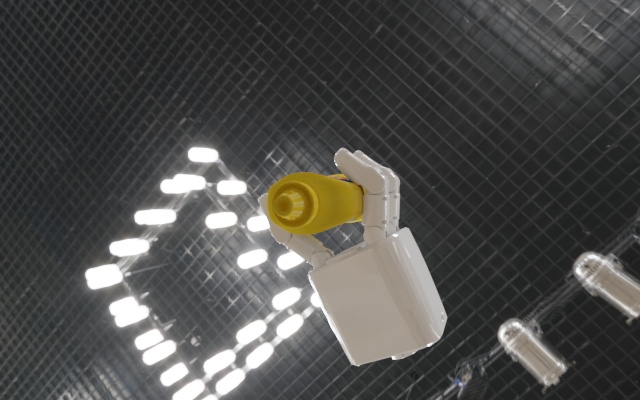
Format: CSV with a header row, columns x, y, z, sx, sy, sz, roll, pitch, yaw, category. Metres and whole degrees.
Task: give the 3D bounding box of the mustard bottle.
x,y,z,sx,sy,sz,roll,pitch,yaw,category
0.000,0.001,0.485,0.096,0.058,0.191,0,3,19,mustard bottle
